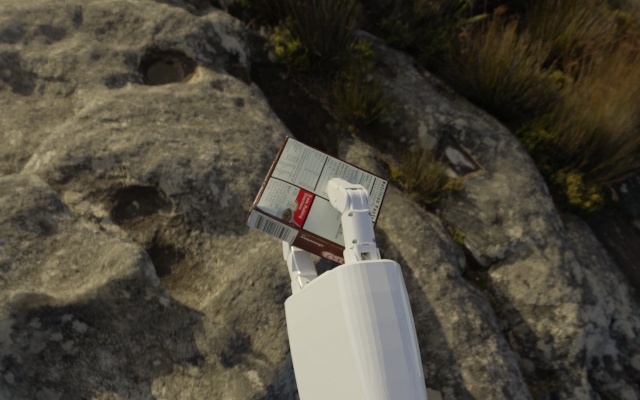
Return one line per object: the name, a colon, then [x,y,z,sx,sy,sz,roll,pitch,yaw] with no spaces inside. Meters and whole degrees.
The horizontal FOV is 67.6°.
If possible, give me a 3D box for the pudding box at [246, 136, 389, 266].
pudding box: [0.000,0.001,0.449,0.113,0.090,0.039,25,-32,-5]
